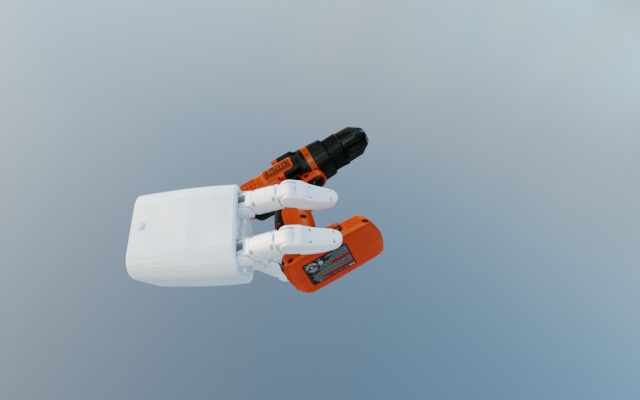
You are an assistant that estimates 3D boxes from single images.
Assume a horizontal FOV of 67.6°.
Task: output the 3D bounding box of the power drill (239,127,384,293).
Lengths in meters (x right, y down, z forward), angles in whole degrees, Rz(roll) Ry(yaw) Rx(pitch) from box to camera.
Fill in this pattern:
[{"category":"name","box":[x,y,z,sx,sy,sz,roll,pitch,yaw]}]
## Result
[{"category":"power drill","box":[0.000,0.002,0.549,0.184,0.057,0.187,-31,39,1]}]
